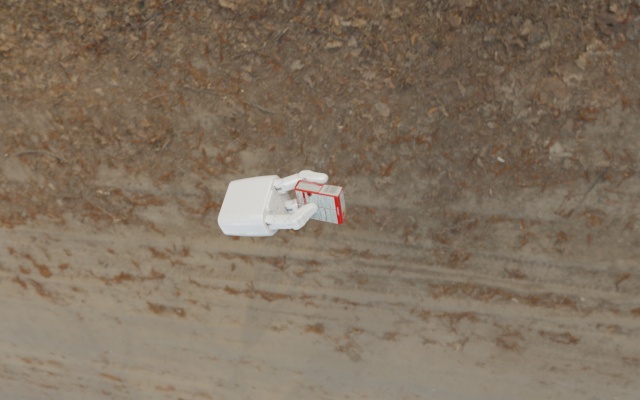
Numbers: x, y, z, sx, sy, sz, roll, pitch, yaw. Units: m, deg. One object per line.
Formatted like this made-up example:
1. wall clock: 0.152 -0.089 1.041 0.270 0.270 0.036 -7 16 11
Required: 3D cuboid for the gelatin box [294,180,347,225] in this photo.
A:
1. gelatin box: 0.000 0.003 0.881 0.089 0.073 0.030 10 46 21
